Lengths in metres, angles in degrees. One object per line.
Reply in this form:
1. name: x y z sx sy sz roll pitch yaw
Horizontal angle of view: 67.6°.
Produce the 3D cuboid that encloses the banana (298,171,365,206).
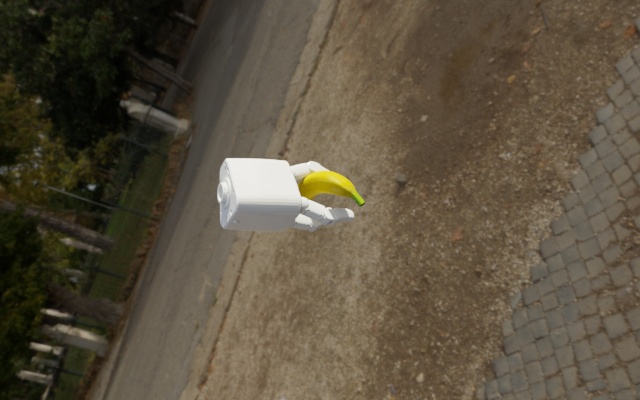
1. banana: -0.003 -0.015 0.818 0.037 0.069 0.198 -20 8 -32
